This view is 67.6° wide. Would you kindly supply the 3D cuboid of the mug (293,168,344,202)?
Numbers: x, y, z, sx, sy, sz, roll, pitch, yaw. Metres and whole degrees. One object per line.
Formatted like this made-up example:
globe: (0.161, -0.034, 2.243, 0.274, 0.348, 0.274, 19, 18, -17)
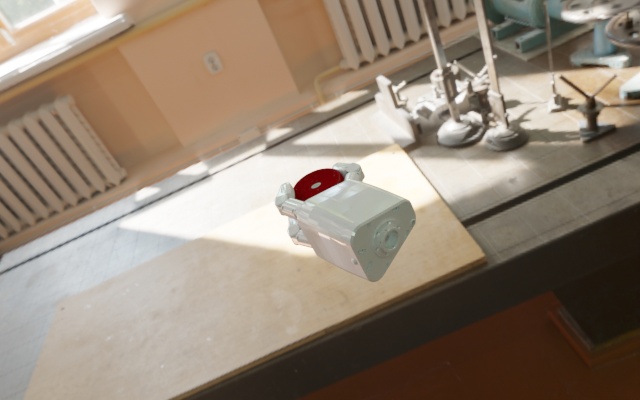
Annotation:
mug: (-0.001, 0.002, 0.732, 0.093, 0.081, 0.117, -42, 37, -23)
